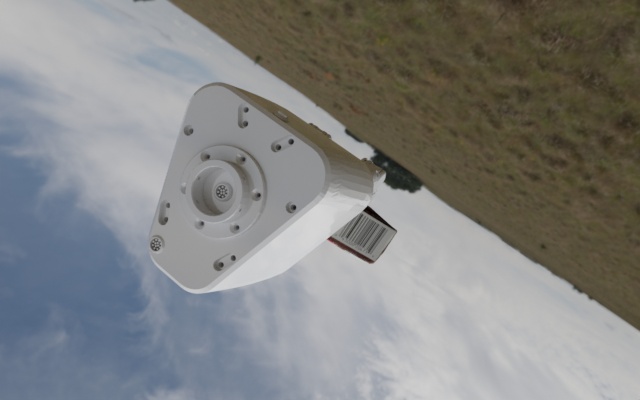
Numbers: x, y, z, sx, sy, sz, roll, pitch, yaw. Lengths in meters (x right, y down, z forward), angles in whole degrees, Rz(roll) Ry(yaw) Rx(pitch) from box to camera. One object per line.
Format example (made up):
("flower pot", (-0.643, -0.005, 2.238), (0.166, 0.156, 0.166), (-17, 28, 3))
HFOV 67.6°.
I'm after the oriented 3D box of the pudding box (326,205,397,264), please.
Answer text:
("pudding box", (0.000, 0.001, 0.409), (0.113, 0.039, 0.090), (33, 6, -14))
